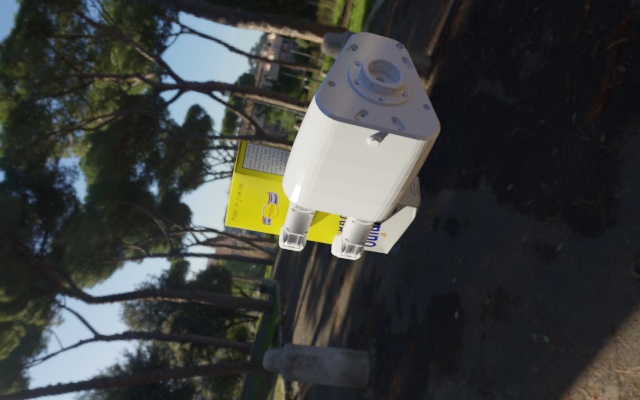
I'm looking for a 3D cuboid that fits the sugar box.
[{"bbox_3d":[0.000,0.002,0.473,0.176,0.048,0.093,12,-37,-8],"label":"sugar box"}]
